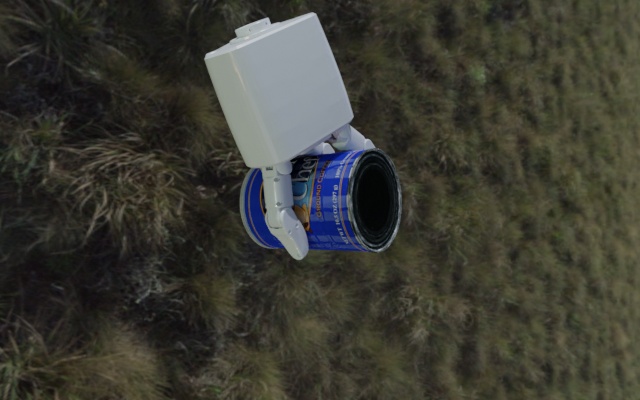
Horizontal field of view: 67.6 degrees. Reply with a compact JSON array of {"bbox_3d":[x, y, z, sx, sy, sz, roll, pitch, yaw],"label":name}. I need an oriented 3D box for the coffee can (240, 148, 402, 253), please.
[{"bbox_3d":[0.000,0.002,0.506,0.140,0.103,0.103,-2,-1,36],"label":"coffee can"}]
